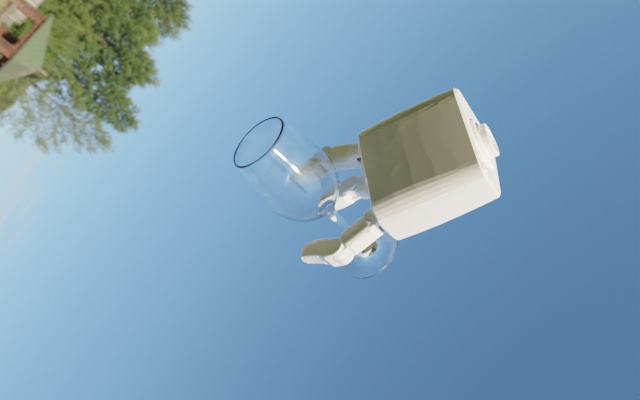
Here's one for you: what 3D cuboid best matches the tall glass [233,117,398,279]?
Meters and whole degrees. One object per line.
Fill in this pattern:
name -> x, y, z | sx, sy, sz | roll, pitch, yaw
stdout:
tall glass -> 0.000, 0.002, 0.501 | 0.079, 0.079, 0.201 | 0, -35, 46
